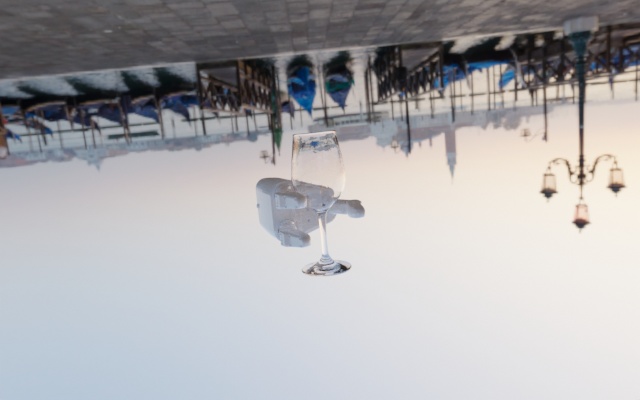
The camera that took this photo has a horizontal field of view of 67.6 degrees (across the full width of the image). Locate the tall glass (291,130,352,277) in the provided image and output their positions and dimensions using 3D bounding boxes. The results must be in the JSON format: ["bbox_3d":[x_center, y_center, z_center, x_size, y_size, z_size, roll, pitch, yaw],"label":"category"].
[{"bbox_3d":[0.000,0.003,0.688,0.079,0.201,0.079,-5,9,1],"label":"tall glass"}]
